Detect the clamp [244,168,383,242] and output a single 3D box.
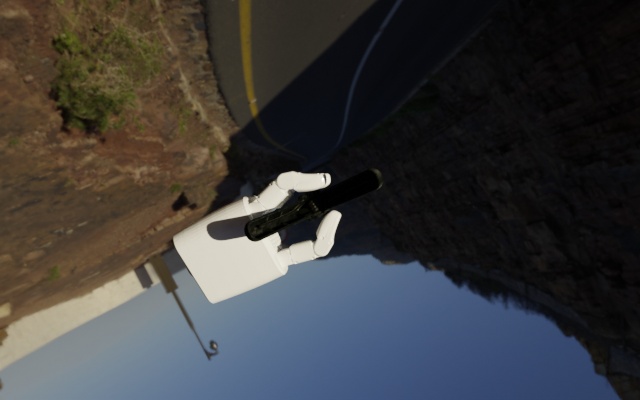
[{"bbox_3d":[0.000,0.003,0.614,0.164,0.036,0.210,-23,0,6],"label":"clamp"}]
